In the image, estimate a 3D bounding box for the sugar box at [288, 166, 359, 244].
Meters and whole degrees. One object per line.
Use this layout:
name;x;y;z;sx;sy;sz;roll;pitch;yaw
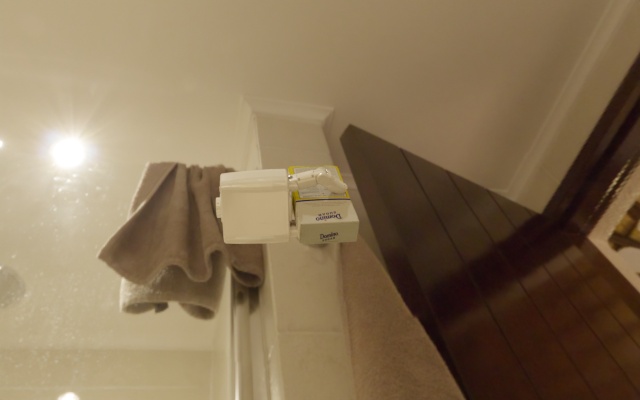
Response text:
sugar box;0.000;0.003;0.792;0.093;0.048;0.176;-2;36;-9
